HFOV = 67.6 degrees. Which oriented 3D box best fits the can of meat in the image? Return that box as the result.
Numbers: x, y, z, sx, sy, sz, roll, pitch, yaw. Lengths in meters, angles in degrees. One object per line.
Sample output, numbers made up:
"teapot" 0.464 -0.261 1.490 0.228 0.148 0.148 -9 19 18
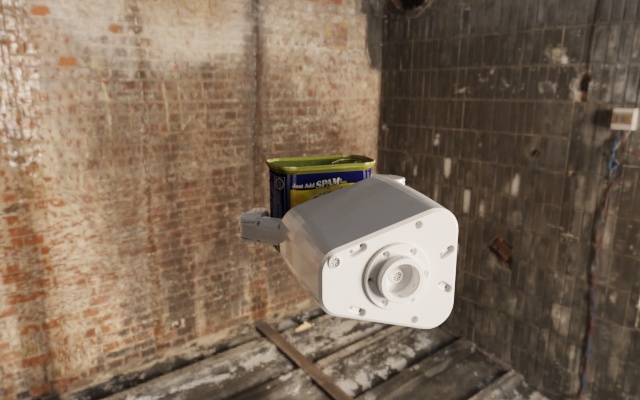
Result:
"can of meat" 0.000 0.002 0.465 0.102 0.084 0.057 -5 14 -20
